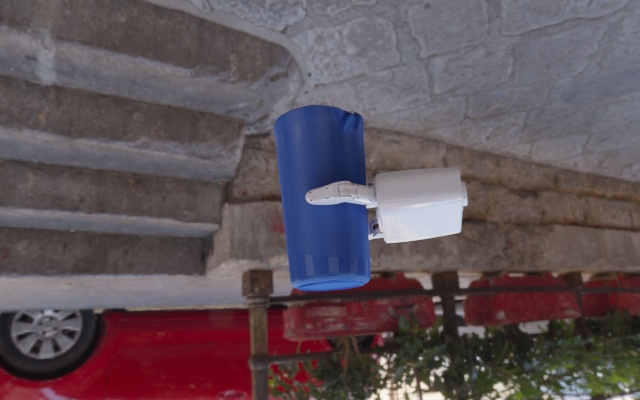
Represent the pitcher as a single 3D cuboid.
[{"bbox_3d":[0.000,0.002,0.678,0.145,0.242,0.149,-7,-17,9],"label":"pitcher"}]
